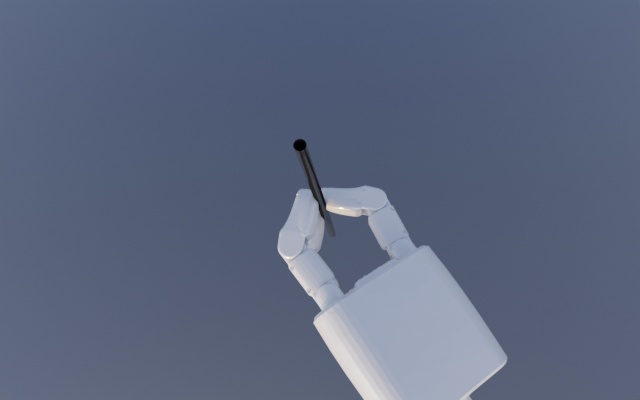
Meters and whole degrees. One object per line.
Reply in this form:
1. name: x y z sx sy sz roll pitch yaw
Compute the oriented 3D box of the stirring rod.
1. stirring rod: 0.000 0.001 0.400 0.011 0.011 0.240 0 -17 6
